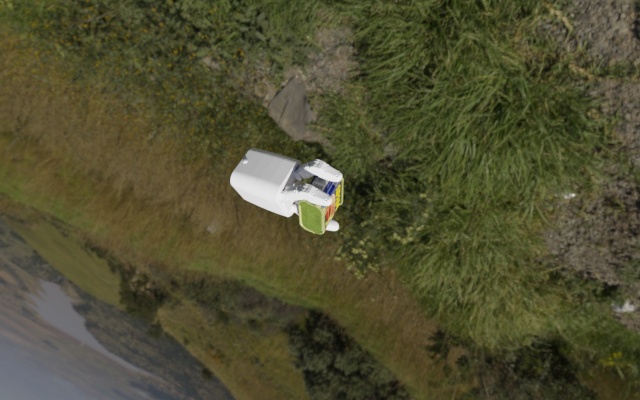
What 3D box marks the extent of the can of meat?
[{"bbox_3d":[0.000,0.003,0.894,0.057,0.084,0.102,21,-33,15],"label":"can of meat"}]
